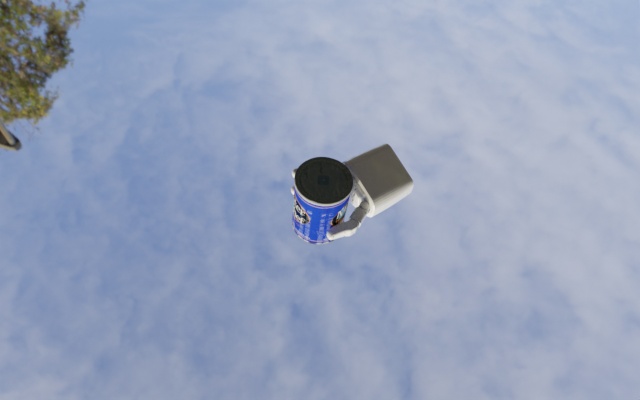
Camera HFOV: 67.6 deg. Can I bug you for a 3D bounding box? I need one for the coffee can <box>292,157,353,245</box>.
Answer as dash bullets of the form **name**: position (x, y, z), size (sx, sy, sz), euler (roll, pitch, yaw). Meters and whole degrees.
- **coffee can**: position (0.000, 0.003, 0.879), size (0.103, 0.102, 0.140), euler (0, -34, -6)
